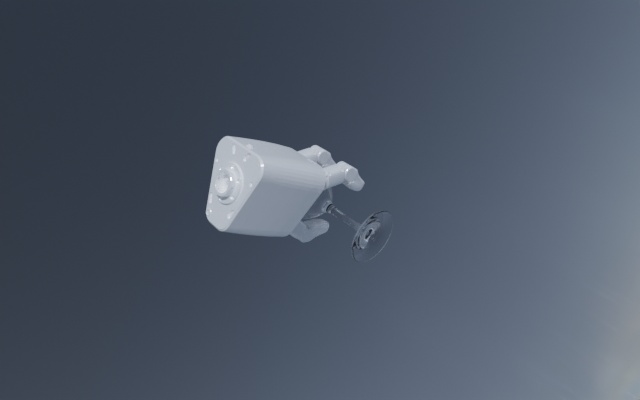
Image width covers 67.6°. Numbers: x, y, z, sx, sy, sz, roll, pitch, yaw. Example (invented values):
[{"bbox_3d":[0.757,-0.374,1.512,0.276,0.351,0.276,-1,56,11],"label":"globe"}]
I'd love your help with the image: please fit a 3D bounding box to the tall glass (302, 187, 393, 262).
[{"bbox_3d":[0.001,0.003,0.660,0.079,0.079,0.201,0,26,-47],"label":"tall glass"}]
